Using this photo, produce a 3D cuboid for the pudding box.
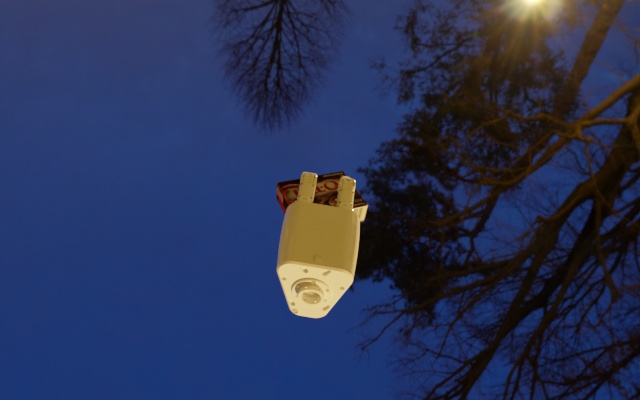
[{"bbox_3d":[0.000,0.002,0.711,0.113,0.039,0.090,-10,42,-22],"label":"pudding box"}]
